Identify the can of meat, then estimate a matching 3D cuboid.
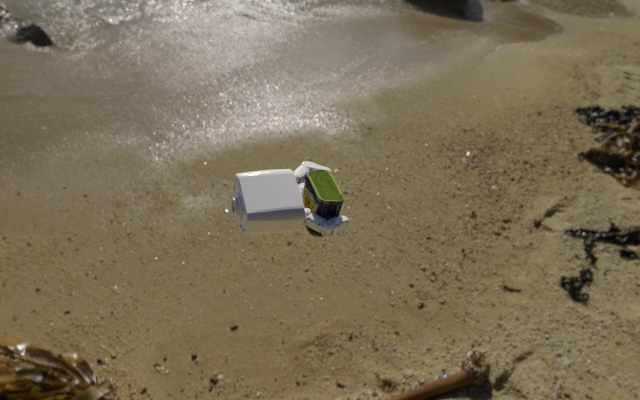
[{"bbox_3d":[0.000,0.003,0.897,0.057,0.084,0.102,-3,41,-22],"label":"can of meat"}]
